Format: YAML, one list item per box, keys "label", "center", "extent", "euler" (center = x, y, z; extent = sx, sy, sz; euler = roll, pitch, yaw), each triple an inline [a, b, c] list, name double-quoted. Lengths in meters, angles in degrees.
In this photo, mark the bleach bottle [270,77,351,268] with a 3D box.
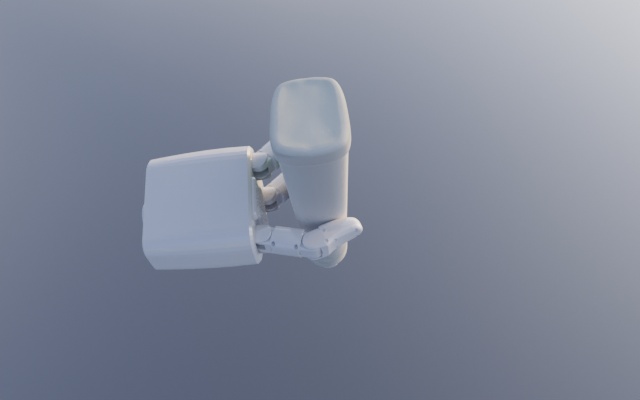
- label: "bleach bottle"
  center: [0.000, 0.002, 0.499]
  extent: [0.068, 0.102, 0.251]
  euler: [-5, -39, 2]
